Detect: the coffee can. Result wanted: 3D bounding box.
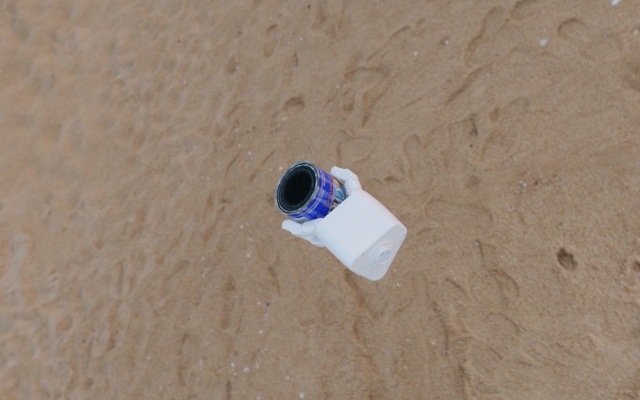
[{"bbox_3d":[0.000,0.003,0.880,0.103,0.102,0.140,0,-22,42],"label":"coffee can"}]
